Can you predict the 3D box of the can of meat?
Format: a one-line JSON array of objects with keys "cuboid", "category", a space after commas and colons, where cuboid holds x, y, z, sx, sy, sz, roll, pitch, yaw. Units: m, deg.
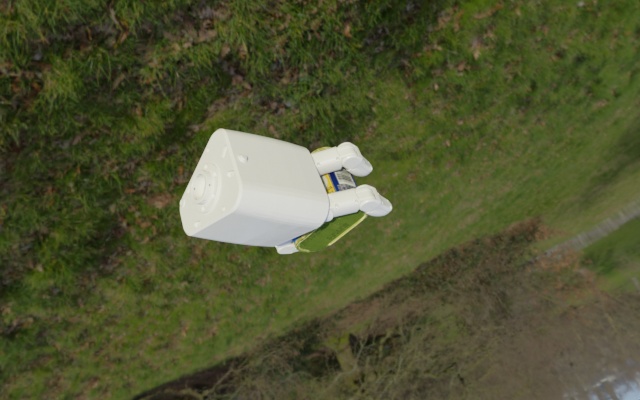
[{"cuboid": [0.000, 0.002, 0.568, 0.057, 0.084, 0.102, 14, -46, -45], "category": "can of meat"}]
